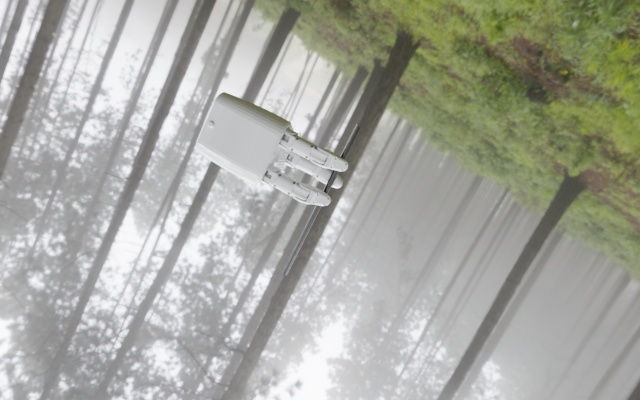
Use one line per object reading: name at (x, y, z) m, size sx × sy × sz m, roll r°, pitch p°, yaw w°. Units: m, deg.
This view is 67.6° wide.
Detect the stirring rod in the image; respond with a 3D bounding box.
stirring rod at (0.000, 0.002, 0.680) m, size 0.011 × 0.239 × 0.011 m, roll 26°, pitch 10°, yaw -5°
